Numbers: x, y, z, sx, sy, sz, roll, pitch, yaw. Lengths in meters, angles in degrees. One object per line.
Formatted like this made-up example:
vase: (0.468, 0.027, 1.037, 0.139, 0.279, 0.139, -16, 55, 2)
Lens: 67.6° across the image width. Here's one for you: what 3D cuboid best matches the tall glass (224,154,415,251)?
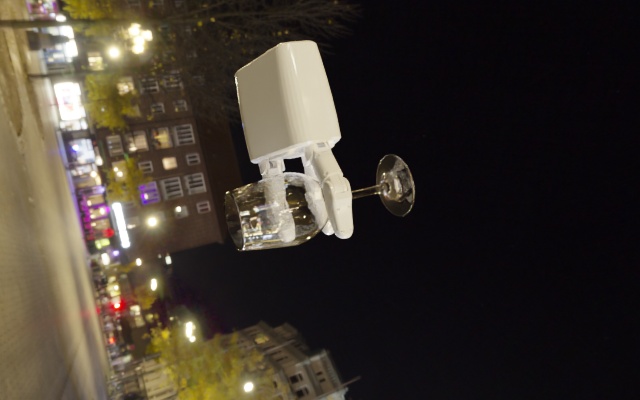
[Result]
tall glass: (0.001, 0.002, 0.523, 0.201, 0.079, 0.079, -13, 5, -25)
